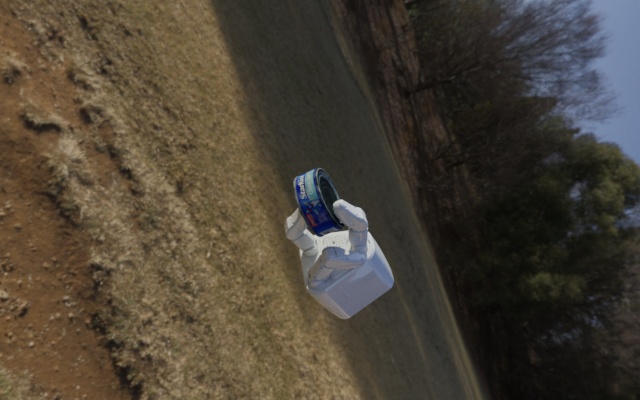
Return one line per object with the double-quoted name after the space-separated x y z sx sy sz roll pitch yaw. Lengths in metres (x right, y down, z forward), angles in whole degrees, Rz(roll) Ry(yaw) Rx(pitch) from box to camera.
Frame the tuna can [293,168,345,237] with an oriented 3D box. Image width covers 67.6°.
0.001 0.002 0.619 0.034 0.086 0.086 -23 -7 17 "tuna can"
